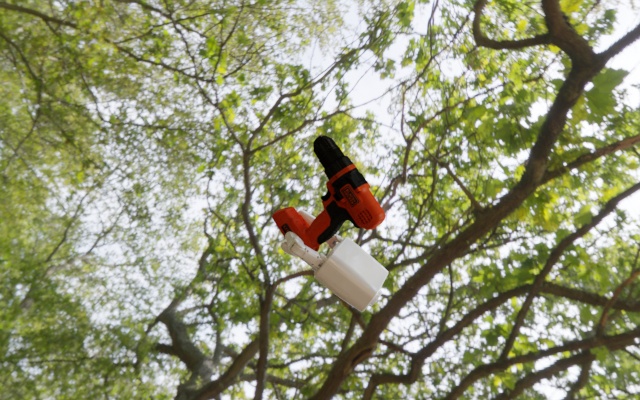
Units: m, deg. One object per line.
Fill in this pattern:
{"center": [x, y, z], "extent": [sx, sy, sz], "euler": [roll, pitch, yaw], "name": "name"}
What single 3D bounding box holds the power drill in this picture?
{"center": [0.000, 0.003, 0.849], "extent": [0.188, 0.184, 0.057], "euler": [-38, -9, 32], "name": "power drill"}
